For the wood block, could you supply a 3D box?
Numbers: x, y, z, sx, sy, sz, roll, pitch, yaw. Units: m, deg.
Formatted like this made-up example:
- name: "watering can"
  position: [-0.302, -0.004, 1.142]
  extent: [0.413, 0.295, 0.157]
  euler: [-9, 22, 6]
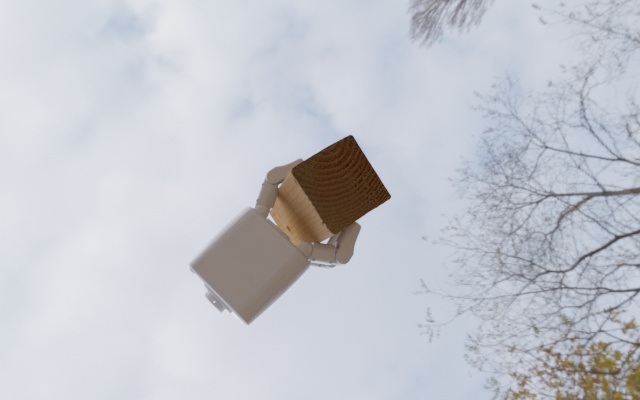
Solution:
- name: "wood block"
  position: [0.000, 0.002, 0.637]
  extent: [0.090, 0.091, 0.206]
  euler: [-32, -2, -19]
